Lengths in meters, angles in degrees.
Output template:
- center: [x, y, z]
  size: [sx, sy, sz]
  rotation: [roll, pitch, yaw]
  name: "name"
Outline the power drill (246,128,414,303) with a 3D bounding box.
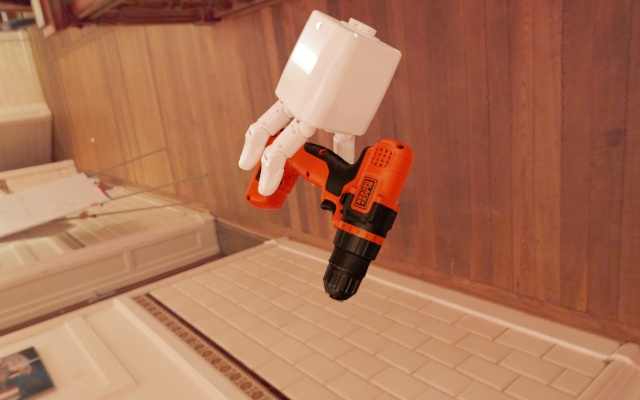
- center: [0.000, 0.001, 0.558]
  size: [0.187, 0.184, 0.057]
  rotation: [22, -2, 35]
  name: "power drill"
